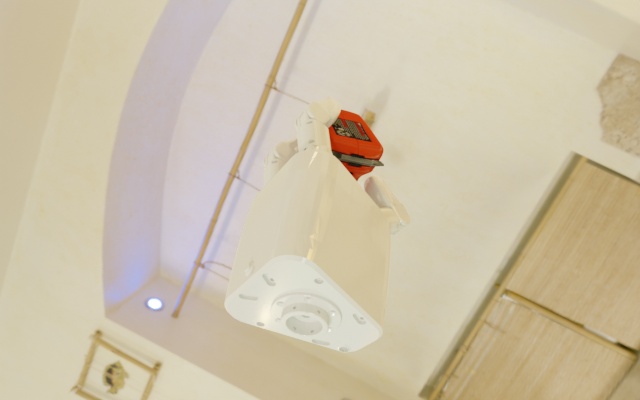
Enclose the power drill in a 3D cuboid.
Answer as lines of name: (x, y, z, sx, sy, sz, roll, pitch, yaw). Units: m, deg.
power drill: (0.000, 0.001, 0.504, 0.057, 0.188, 0.184, 7, 27, -16)
